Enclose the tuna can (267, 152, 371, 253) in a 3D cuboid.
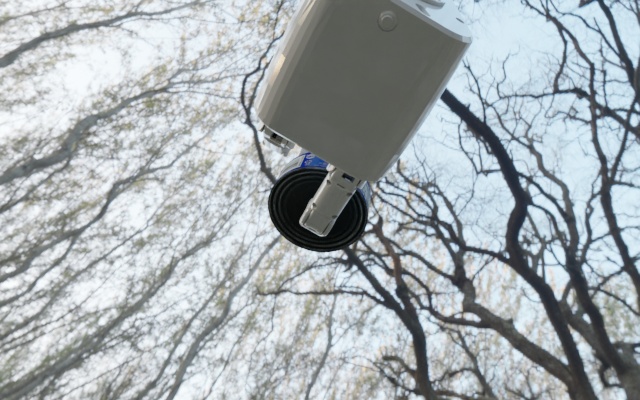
[{"bbox_3d":[0.000,0.001,0.413,0.086,0.086,0.033,0,33,13],"label":"tuna can"}]
